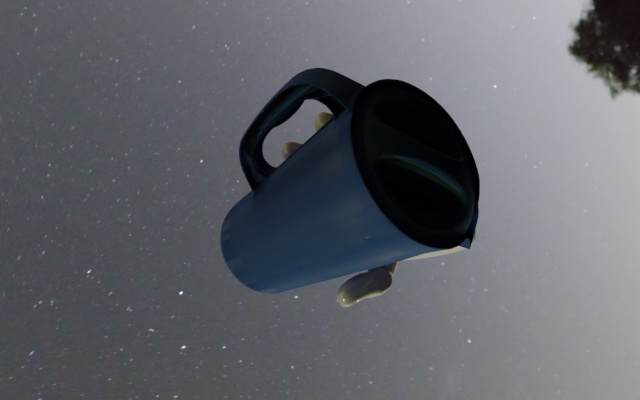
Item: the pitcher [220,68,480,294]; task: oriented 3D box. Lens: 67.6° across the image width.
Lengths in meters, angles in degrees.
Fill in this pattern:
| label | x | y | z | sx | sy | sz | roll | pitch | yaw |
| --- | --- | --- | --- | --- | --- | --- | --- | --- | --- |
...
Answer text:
| label | x | y | z | sx | sy | sz | roll | pitch | yaw |
| --- | --- | --- | --- | --- | --- | --- | --- | --- | --- |
| pitcher | 0.000 | 0.001 | 0.426 | 0.145 | 0.149 | 0.243 | -1 | -19 | -39 |
